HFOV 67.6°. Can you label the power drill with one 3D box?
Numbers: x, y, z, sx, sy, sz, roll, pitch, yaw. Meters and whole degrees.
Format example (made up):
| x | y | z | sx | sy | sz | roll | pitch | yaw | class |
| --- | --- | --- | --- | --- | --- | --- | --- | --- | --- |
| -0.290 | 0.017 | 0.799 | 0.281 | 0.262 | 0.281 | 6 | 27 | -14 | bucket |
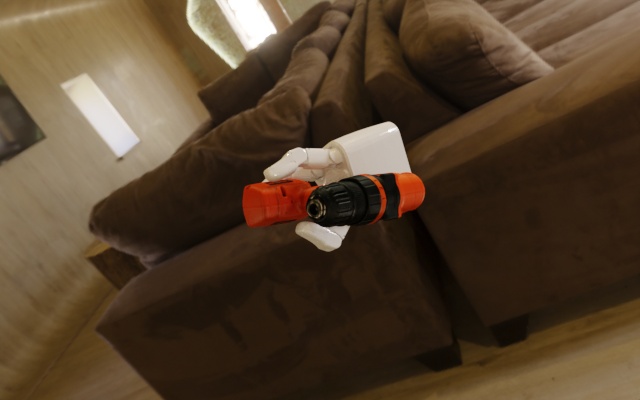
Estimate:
| x | y | z | sx | sy | sz | roll | pitch | yaw | class |
| --- | --- | --- | --- | --- | --- | --- | --- | --- | --- |
| 0.000 | 0.002 | 0.543 | 0.187 | 0.057 | 0.184 | -1 | 3 | 40 | power drill |
